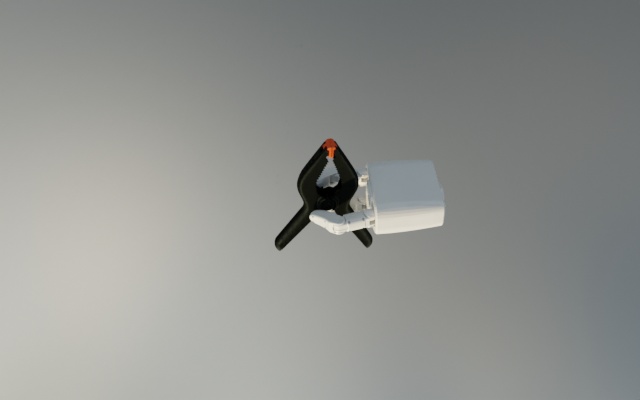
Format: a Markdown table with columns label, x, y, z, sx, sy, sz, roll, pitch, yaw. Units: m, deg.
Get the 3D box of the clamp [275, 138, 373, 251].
| label | x | y | z | sx | sy | sz | roll | pitch | yaw |
| --- | --- | --- | --- | --- | --- | --- | --- | --- | --- |
| clamp | 0.000 | 0.002 | 0.750 | 0.164 | 0.210 | 0.036 | -7 | 37 | -3 |
